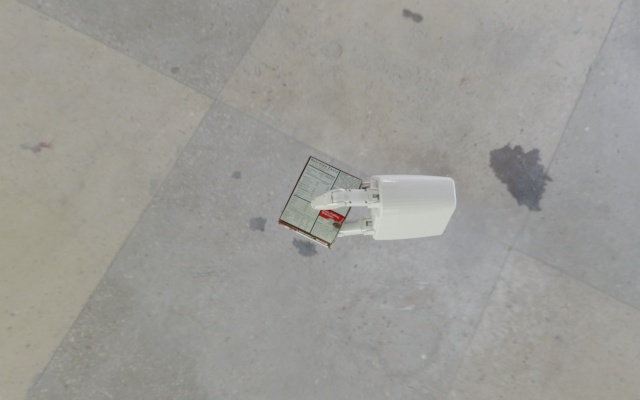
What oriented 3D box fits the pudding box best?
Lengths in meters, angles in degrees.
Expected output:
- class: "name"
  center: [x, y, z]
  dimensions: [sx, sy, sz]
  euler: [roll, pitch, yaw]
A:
- class: "pudding box"
  center: [0.000, 0.002, 0.712]
  dimensions: [0.090, 0.113, 0.039]
  euler: [26, -13, 4]
